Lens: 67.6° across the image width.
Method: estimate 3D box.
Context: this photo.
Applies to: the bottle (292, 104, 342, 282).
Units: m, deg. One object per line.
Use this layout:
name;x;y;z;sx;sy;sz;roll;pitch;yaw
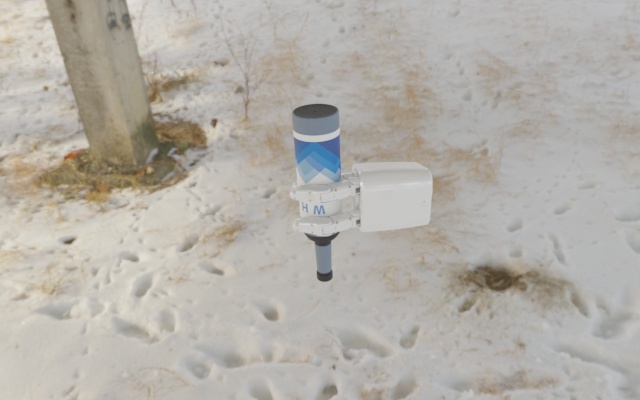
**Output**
bottle;0.000;0.002;0.741;0.069;0.296;0.069;-2;29;1
